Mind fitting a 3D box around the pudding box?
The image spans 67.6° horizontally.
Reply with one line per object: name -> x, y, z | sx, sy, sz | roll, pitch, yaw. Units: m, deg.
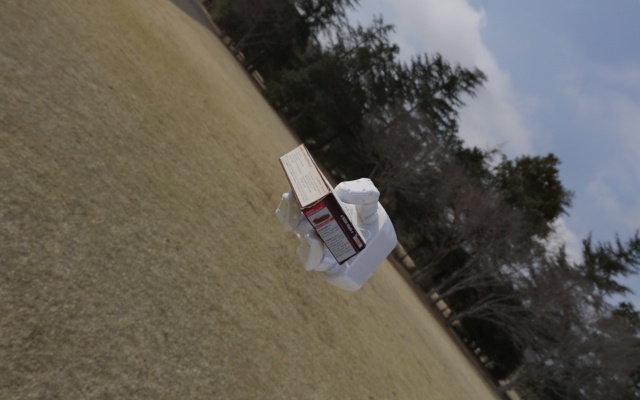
pudding box -> 0.000, 0.002, 0.519 | 0.039, 0.090, 0.113 | -33, 35, 2
